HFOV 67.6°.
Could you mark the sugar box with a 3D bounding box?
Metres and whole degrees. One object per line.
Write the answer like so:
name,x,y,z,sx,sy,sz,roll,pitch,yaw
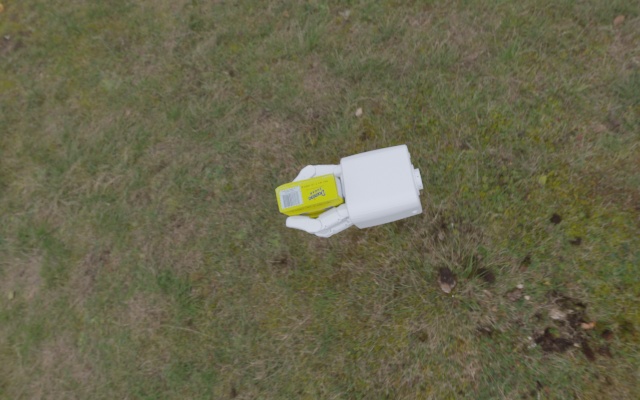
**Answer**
sugar box,0.000,0.003,0.779,0.093,0.048,0.176,-13,-14,13
